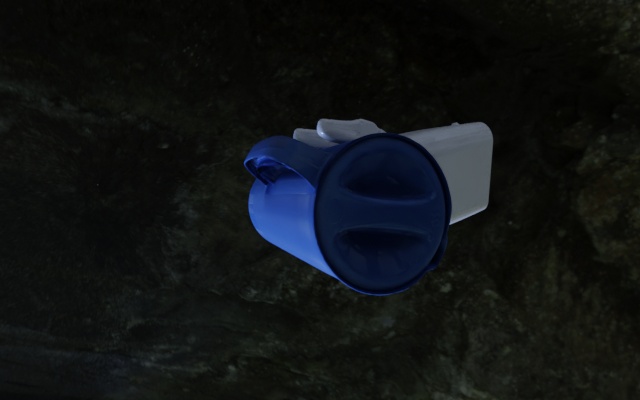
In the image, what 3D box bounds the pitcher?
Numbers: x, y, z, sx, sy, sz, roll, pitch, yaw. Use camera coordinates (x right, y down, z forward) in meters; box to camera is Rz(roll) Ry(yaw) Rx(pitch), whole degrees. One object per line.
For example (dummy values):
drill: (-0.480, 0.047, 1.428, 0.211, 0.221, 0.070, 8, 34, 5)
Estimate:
pitcher: (0.000, 0.002, 0.490, 0.145, 0.149, 0.243, -17, 9, -23)
